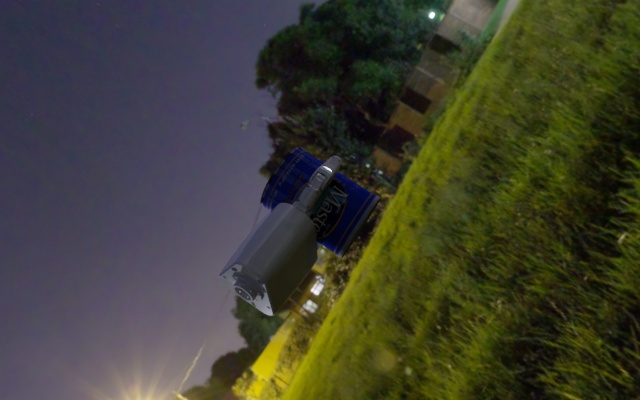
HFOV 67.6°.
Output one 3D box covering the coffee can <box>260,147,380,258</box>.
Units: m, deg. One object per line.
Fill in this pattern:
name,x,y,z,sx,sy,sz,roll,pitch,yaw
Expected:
coffee can,0.000,0.002,0.687,0.140,0.103,0.103,33,5,8
